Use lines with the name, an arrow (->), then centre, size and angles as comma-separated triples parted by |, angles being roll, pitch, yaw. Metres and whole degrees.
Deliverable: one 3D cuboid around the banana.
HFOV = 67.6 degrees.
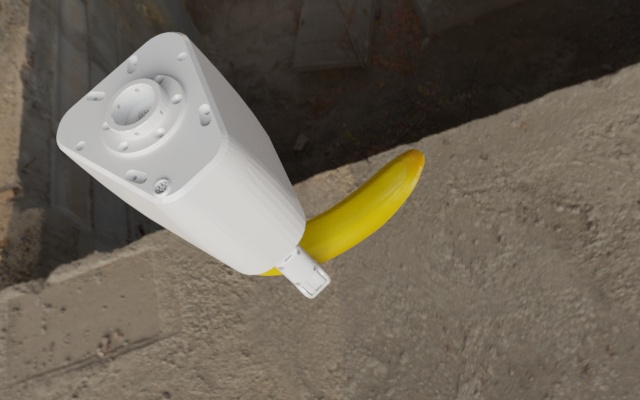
banana -> 0.002, 0.018, 0.399 | 0.198, 0.069, 0.037 | -22, -32, 9
